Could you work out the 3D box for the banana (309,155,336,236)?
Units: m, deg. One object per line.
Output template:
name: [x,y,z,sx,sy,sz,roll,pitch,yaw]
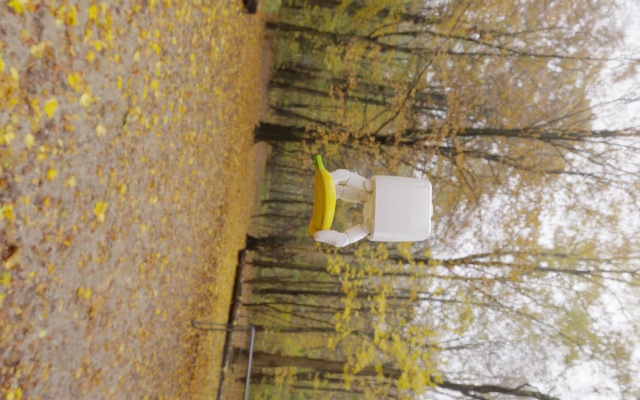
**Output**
banana: [0.003,0.014,0.843,0.037,0.069,0.198,-2,-43,-8]
